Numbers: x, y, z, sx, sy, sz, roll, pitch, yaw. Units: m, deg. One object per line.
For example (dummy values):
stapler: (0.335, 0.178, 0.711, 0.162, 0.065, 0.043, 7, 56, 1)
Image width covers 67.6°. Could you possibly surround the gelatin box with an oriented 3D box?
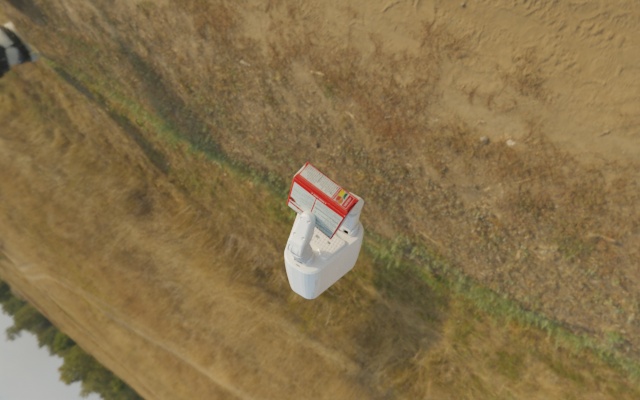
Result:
gelatin box: (0.000, 0.002, 0.566, 0.073, 0.030, 0.089, 38, -22, 6)
